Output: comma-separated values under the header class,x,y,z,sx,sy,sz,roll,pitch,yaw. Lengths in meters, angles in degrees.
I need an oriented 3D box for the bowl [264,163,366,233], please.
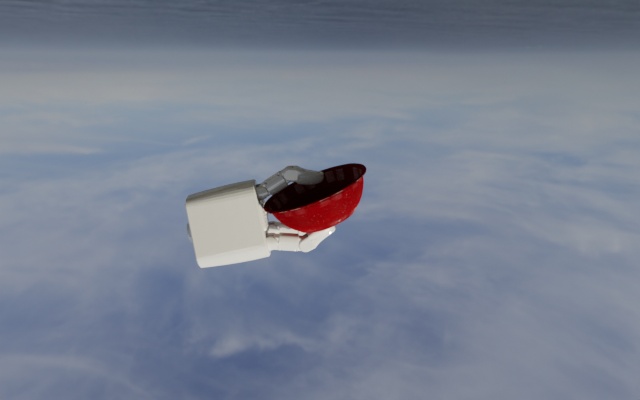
class,x,y,z,sx,sy,sz,roll,pitch,yaw
bowl,0.002,0.002,0.706,0.162,0.055,0.162,-21,16,6
